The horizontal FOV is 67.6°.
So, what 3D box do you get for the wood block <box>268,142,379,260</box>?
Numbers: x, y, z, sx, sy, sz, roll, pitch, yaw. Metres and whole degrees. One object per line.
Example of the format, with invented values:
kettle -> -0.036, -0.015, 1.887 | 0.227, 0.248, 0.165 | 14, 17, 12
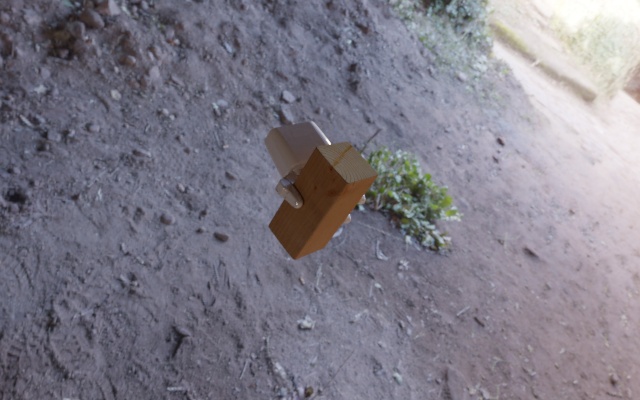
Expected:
wood block -> 0.000, 0.003, 0.866 | 0.091, 0.090, 0.206 | -16, -32, -46
